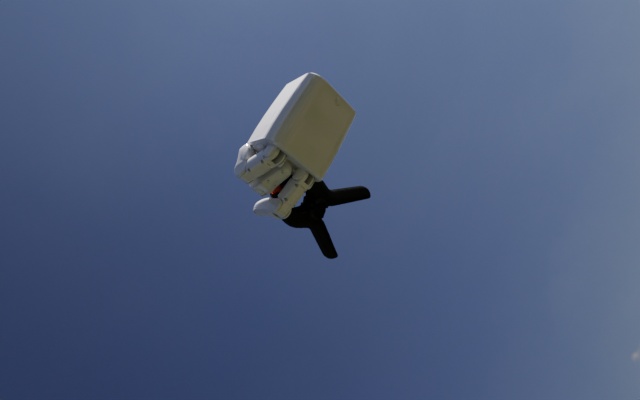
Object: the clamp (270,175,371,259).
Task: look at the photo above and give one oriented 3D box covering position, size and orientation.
[{"bbox_3d":[0.000,0.002,0.681,0.039,0.120,0.171,22,-13,47],"label":"clamp"}]
